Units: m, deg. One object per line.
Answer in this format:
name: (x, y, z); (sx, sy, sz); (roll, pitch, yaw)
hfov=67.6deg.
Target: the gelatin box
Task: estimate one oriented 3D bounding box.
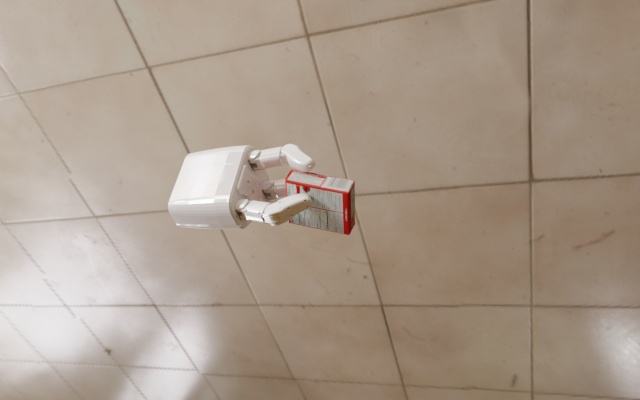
gelatin box: (0.000, 0.002, 0.623); (0.089, 0.073, 0.030); (11, 42, 18)
